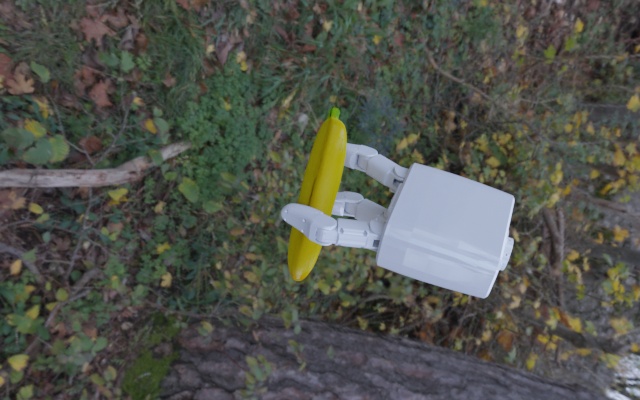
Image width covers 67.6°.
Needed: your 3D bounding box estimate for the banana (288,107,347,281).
[{"bbox_3d":[-0.002,0.000,0.502,0.037,0.198,0.069,16,8,8],"label":"banana"}]
